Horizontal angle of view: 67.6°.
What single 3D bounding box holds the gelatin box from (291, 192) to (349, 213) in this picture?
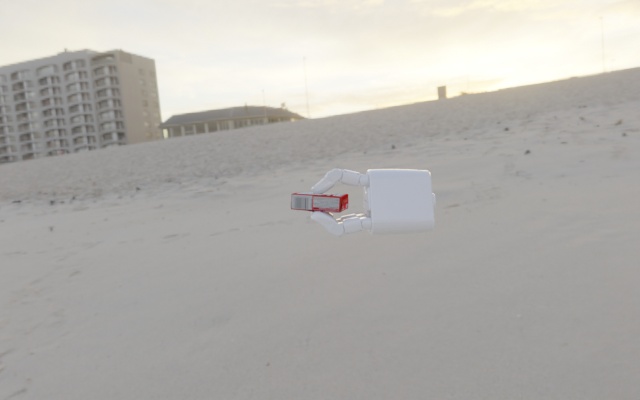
[{"bbox_3d":[0.000,0.002,0.830,0.089,0.030,0.073,4,5,12],"label":"gelatin box"}]
